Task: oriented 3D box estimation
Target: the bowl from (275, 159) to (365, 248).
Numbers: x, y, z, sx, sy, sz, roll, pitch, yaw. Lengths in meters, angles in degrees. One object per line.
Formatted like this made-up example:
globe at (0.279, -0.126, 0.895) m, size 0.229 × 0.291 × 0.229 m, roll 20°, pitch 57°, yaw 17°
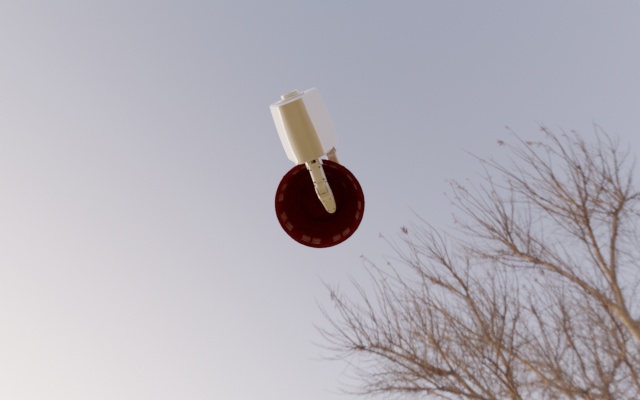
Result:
bowl at (0.000, 0.004, 0.872) m, size 0.162 × 0.162 × 0.055 m, roll 0°, pitch 9°, yaw 5°
